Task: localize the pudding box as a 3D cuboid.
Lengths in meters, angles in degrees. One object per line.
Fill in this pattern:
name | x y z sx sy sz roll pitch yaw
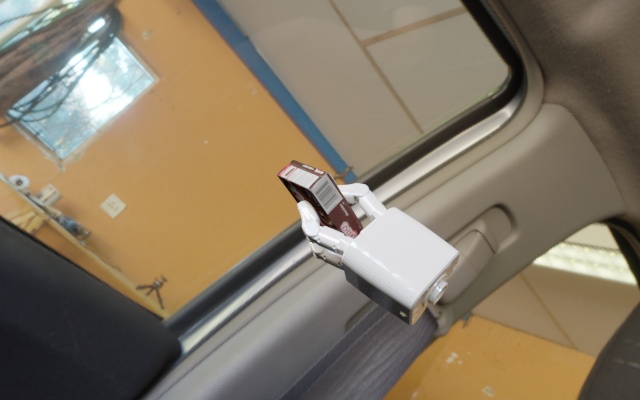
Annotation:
pudding box | 0.000 0.002 0.662 0.039 0.113 0.090 -43 34 -16
